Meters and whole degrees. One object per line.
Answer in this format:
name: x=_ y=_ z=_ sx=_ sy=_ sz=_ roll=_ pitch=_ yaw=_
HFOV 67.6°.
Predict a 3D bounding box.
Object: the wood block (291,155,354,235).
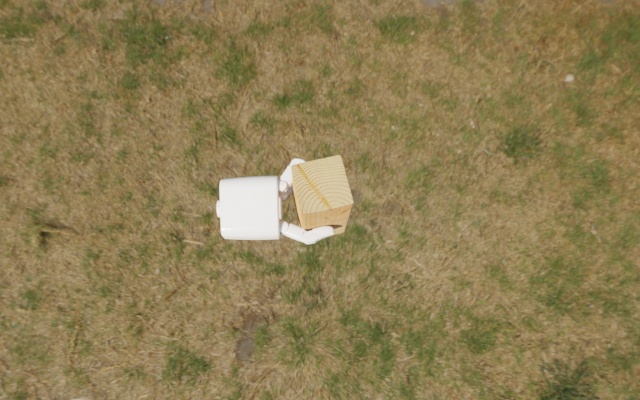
wood block: x=0.000 y=0.003 z=0.888 sx=0.090 sy=0.090 sz=0.206 roll=-12 pitch=-16 yaw=-5
